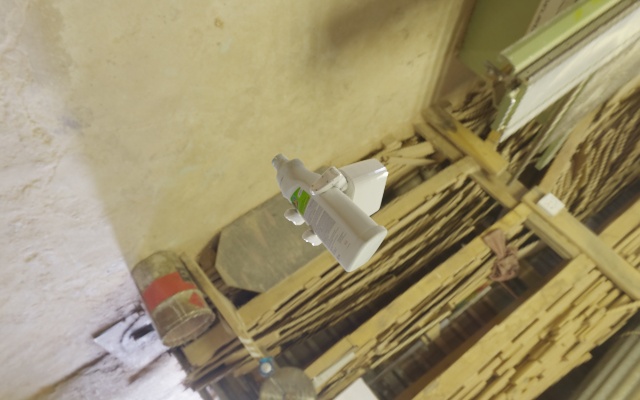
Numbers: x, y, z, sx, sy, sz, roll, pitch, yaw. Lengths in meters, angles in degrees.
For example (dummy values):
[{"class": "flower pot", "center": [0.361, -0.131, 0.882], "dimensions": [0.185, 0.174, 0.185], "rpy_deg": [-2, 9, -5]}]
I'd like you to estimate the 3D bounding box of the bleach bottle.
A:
[{"class": "bleach bottle", "center": [0.000, 0.003, 0.845], "dimensions": [0.068, 0.250, 0.103], "rpy_deg": [-23, -29, -40]}]
